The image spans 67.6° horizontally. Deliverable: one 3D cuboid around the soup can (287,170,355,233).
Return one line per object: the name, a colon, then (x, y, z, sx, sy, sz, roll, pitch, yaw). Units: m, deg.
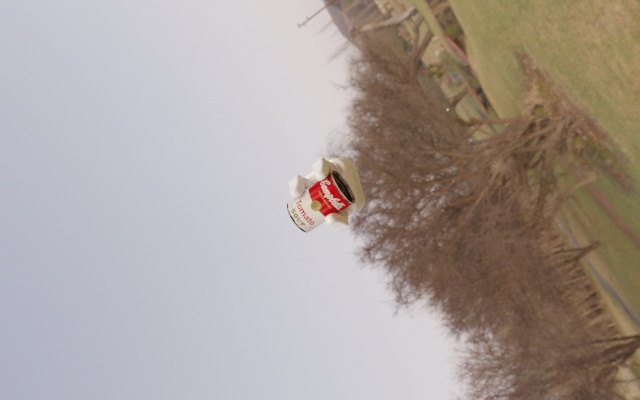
soup can: (0.000, 0.003, 0.836, 0.102, 0.068, 0.068, -34, -12, 18)
